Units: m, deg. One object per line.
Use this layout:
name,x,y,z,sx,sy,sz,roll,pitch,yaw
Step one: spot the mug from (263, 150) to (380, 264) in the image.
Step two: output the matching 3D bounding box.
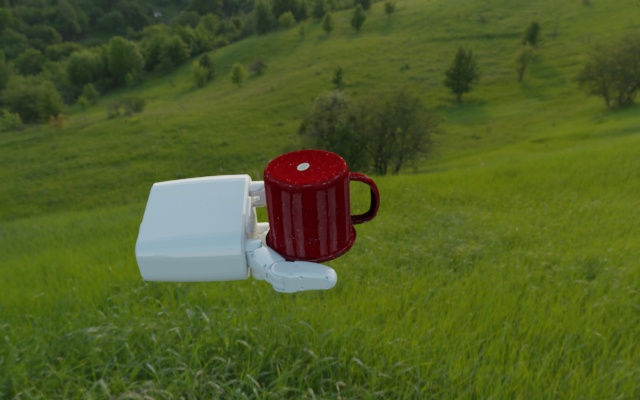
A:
mug,0.002,0.001,0.468,0.117,0.081,0.093,-4,31,0
